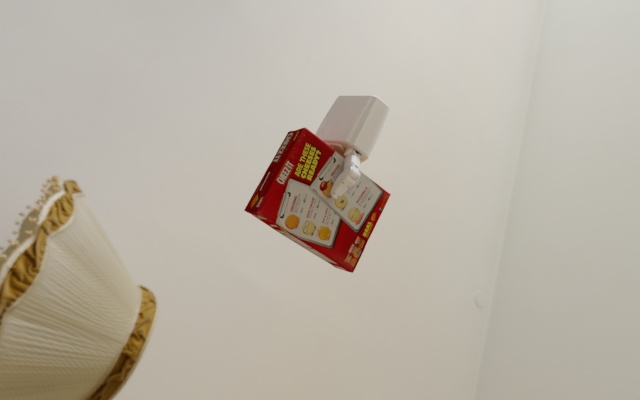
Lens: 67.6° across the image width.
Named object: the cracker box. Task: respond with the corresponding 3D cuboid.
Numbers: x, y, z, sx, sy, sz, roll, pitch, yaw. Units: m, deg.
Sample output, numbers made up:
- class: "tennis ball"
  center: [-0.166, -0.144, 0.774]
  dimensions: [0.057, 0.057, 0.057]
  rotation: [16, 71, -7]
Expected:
- class: "cracker box"
  center: [0.000, 0.003, 0.830]
  dimensions: [0.214, 0.164, 0.072]
  rotation: [35, -16, -26]
